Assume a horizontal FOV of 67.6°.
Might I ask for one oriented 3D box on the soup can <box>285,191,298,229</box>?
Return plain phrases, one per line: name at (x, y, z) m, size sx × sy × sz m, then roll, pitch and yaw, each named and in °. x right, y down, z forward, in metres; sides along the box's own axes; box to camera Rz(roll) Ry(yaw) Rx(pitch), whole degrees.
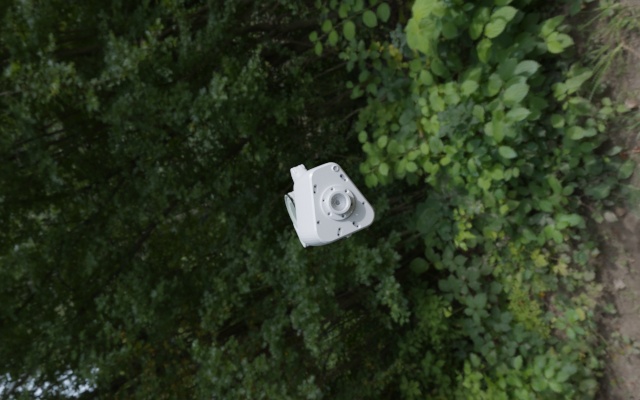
soup can at (0.000, 0.003, 0.796) m, size 0.102 × 0.068 × 0.068 m, roll -22°, pitch 6°, yaw -14°
